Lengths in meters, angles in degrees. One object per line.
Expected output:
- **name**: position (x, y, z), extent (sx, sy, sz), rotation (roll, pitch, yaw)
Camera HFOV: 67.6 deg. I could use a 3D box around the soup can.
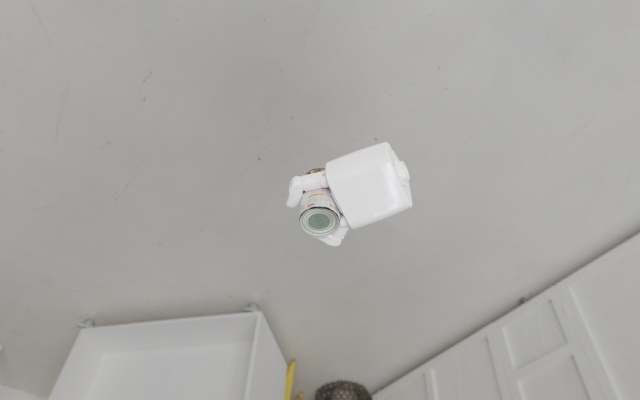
- **soup can**: position (0.000, 0.003, 0.800), extent (0.068, 0.069, 0.102), rotation (0, 42, 2)
